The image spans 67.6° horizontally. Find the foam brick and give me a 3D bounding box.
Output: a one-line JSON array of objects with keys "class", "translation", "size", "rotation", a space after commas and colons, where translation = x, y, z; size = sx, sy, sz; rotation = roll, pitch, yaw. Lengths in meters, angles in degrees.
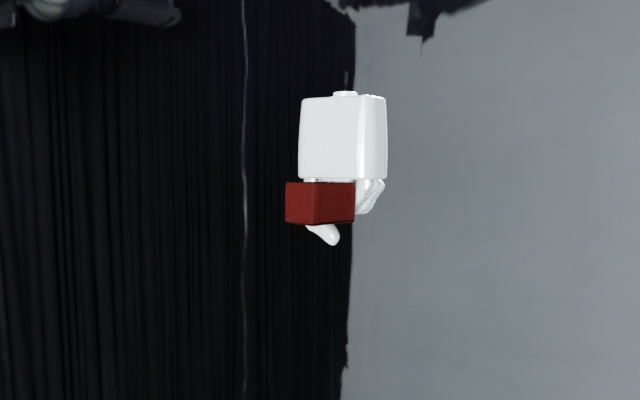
[{"class": "foam brick", "translation": [0.000, 0.002, 0.600], "size": [0.053, 0.051, 0.078], "rotation": [6, 6, 42]}]
